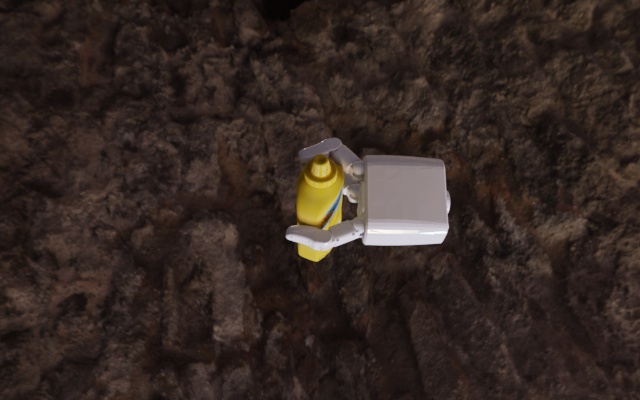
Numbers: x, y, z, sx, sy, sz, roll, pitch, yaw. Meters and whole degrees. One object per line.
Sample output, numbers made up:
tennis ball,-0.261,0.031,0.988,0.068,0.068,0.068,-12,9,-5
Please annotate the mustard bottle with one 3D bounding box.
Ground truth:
mustard bottle,0.000,0.002,0.650,0.058,0.096,0.192,21,-30,12
